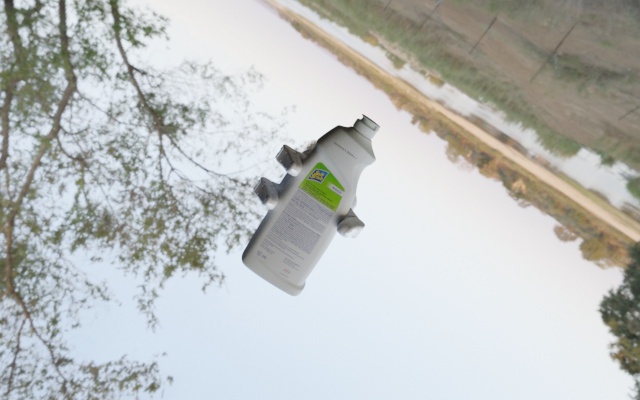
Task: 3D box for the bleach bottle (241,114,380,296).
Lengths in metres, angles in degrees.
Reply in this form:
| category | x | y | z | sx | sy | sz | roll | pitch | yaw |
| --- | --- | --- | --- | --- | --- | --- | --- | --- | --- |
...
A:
| category | x | y | z | sx | sy | sz | roll | pitch | yaw |
| --- | --- | --- | --- | --- | --- | --- | --- | --- | --- |
| bleach bottle | 0.000 | 0.002 | 0.633 | 0.102 | 0.251 | 0.068 | 34 | 15 | -8 |
